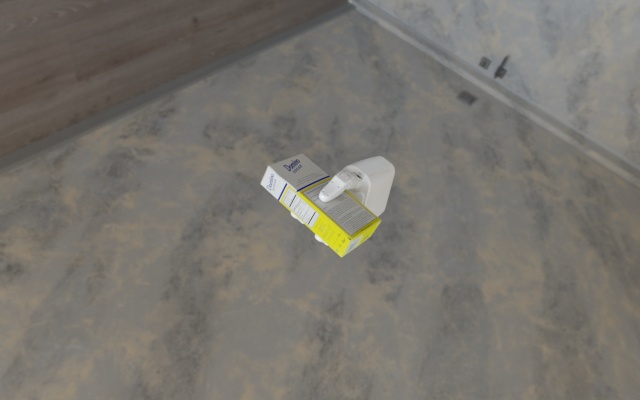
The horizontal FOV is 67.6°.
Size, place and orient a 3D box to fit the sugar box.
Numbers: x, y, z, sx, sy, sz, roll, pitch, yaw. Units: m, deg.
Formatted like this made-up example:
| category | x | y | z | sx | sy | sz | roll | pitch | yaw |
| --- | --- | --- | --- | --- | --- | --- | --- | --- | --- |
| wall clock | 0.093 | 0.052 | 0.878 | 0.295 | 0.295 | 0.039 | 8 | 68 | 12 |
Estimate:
| category | x | y | z | sx | sy | sz | roll | pitch | yaw |
| --- | --- | --- | --- | --- | --- | --- | --- | --- | --- |
| sugar box | 0.000 | 0.003 | 0.750 | 0.176 | 0.048 | 0.093 | 40 | 35 | 18 |
